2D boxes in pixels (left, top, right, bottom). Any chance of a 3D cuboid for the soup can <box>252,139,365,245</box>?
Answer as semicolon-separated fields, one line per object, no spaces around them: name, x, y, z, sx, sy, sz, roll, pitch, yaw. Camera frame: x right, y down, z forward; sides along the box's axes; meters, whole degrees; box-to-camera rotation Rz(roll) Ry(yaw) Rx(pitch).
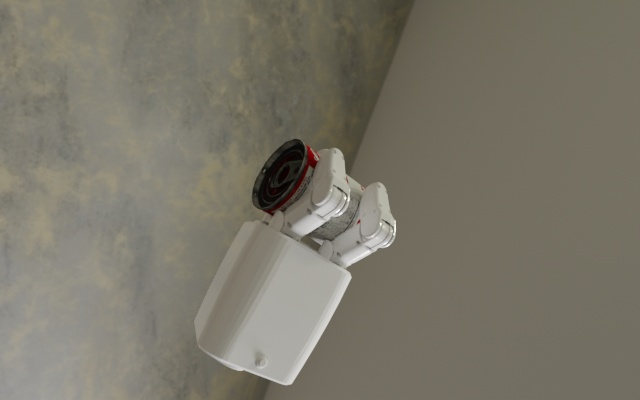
soup can;0.000;0.001;0.424;0.102;0.068;0.068;34;-19;-31
